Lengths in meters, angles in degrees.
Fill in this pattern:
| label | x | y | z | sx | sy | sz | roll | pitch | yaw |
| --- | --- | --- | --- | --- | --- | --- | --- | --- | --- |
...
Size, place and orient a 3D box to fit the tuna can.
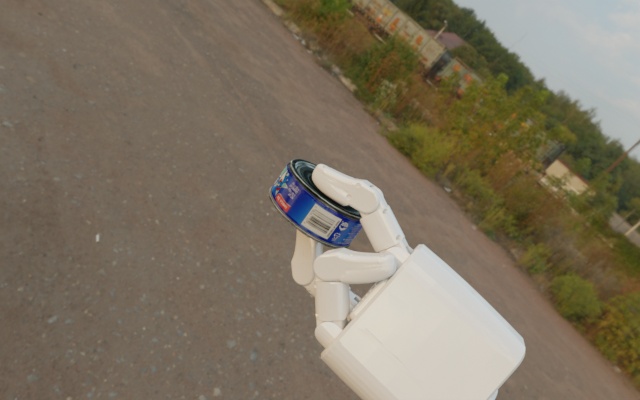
| label | x | y | z | sx | sy | sz | roll | pitch | yaw |
| --- | --- | --- | --- | --- | --- | --- | --- | --- | --- |
| tuna can | 0.000 | 0.001 | 0.414 | 0.086 | 0.034 | 0.086 | 32 | 18 | -12 |
